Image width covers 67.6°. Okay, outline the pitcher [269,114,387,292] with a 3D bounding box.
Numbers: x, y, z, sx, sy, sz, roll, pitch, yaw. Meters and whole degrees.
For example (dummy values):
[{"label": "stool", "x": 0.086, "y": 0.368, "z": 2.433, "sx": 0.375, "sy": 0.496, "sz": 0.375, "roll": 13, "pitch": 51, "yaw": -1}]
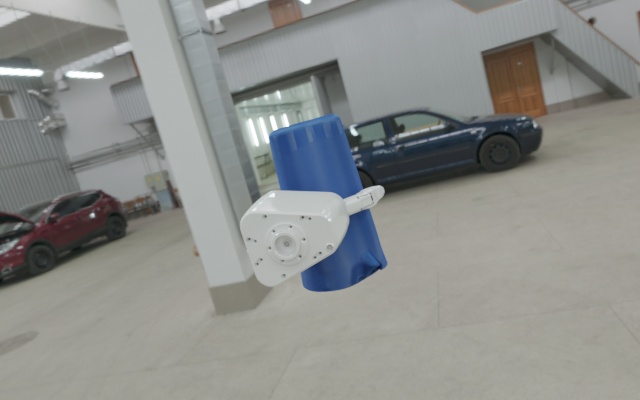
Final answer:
[{"label": "pitcher", "x": 0.000, "y": 0.002, "z": 0.716, "sx": 0.149, "sy": 0.243, "sz": 0.145, "roll": -13, "pitch": 10, "yaw": 13}]
